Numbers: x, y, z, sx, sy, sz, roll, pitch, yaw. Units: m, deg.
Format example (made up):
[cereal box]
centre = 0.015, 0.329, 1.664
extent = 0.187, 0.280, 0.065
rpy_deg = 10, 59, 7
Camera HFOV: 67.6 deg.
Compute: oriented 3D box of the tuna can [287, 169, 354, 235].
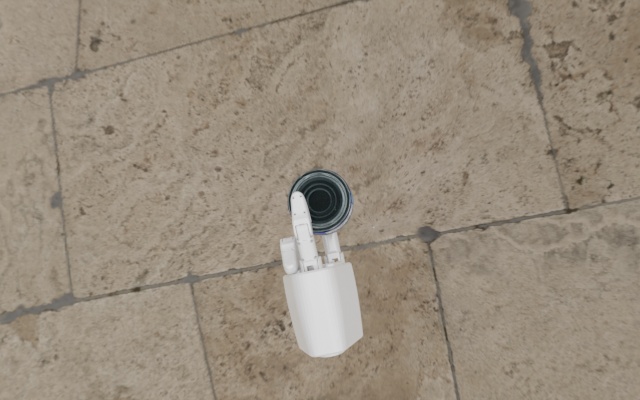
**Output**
[tuna can]
centre = 0.000, 0.002, 0.632
extent = 0.086, 0.086, 0.034
rpy_deg = 0, -8, 8
